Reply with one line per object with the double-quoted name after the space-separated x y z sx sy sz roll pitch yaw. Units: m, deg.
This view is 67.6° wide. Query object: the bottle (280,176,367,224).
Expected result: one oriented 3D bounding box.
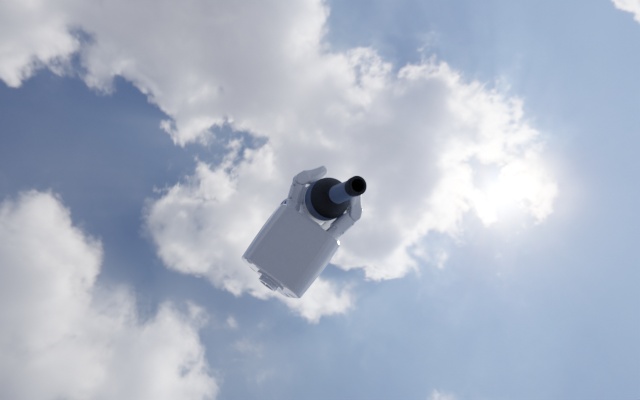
0.000 0.003 0.780 0.069 0.069 0.296 0 -9 -20 "bottle"
